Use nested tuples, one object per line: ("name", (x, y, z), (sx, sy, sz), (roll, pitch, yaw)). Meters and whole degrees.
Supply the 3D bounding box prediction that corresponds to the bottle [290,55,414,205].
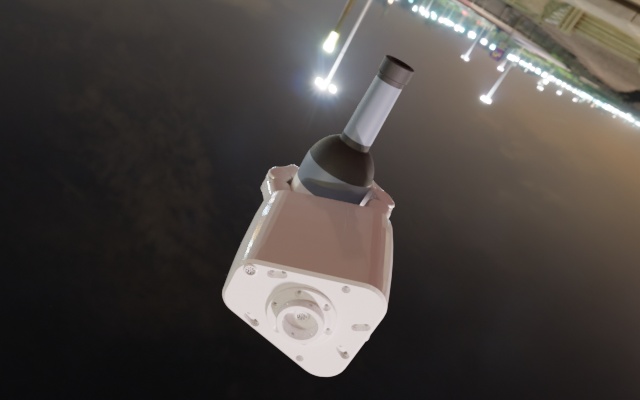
("bottle", (0.000, 0.002, 0.457), (0.069, 0.296, 0.069), (23, 27, -13))
